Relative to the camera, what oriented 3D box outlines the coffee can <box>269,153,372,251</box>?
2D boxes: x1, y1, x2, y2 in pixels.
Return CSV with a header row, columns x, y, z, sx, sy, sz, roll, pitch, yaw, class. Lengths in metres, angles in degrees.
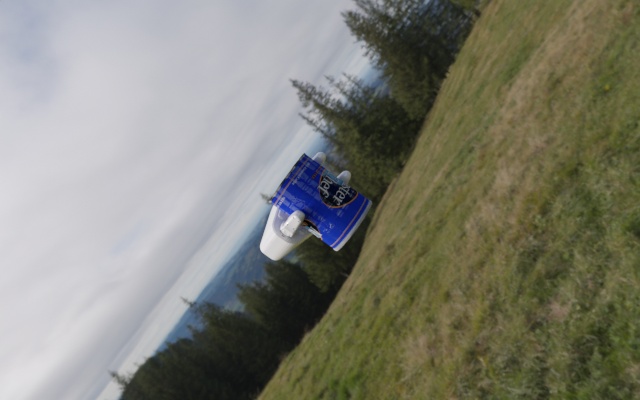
x,y,z,sx,sy,sz,roll,pitch,yaw,class
0.000,0.003,0.797,0.140,0.103,0.103,36,-2,-2,coffee can
